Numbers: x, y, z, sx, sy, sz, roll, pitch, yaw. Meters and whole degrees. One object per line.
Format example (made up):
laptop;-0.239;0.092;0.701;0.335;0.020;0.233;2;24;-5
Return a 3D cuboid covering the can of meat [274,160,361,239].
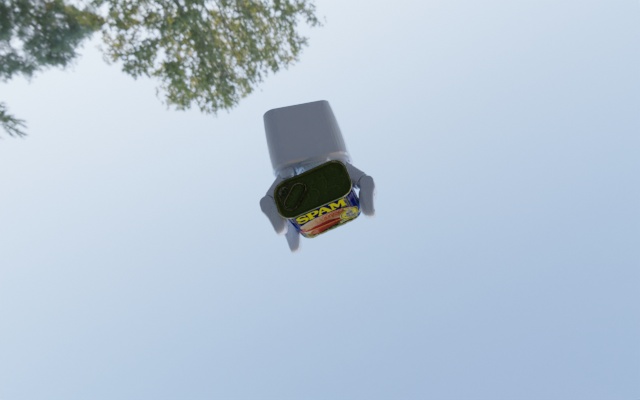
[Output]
can of meat;0.000;0.002;0.643;0.102;0.057;0.084;-23;-29;6
